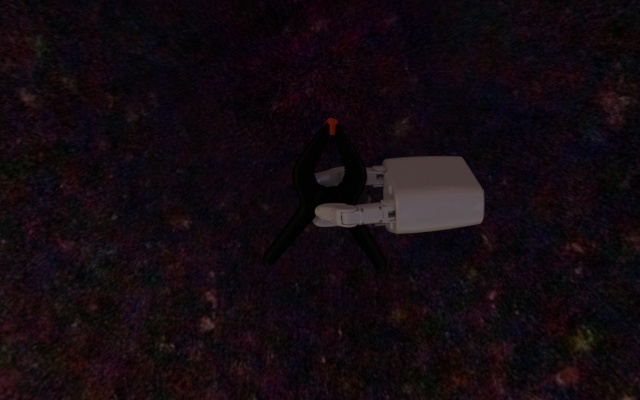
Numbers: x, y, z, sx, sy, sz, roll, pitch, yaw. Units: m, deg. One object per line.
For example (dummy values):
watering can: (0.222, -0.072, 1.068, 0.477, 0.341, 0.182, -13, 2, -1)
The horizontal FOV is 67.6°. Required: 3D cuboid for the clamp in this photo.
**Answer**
clamp: (0.000, 0.002, 0.615, 0.164, 0.210, 0.036, -5, 15, -1)
